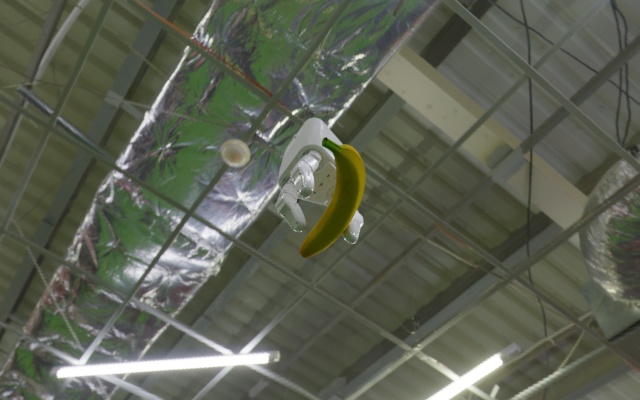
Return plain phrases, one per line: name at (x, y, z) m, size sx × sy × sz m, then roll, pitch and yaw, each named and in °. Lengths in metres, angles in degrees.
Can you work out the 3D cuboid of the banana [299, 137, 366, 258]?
banana at (0.019, 0.001, 0.630) m, size 0.069 × 0.198 × 0.037 m, roll 5°, pitch 36°, yaw -9°
